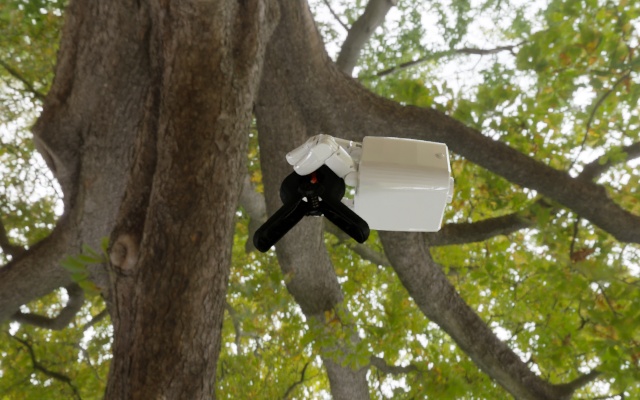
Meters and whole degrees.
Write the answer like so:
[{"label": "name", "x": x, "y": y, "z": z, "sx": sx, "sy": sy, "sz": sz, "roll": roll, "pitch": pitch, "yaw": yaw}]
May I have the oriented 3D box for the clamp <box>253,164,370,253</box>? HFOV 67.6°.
[{"label": "clamp", "x": 0.000, "y": 0.002, "z": 0.548, "sx": 0.120, "sy": 0.039, "sz": 0.171, "roll": 4, "pitch": 35, "yaw": 8}]
